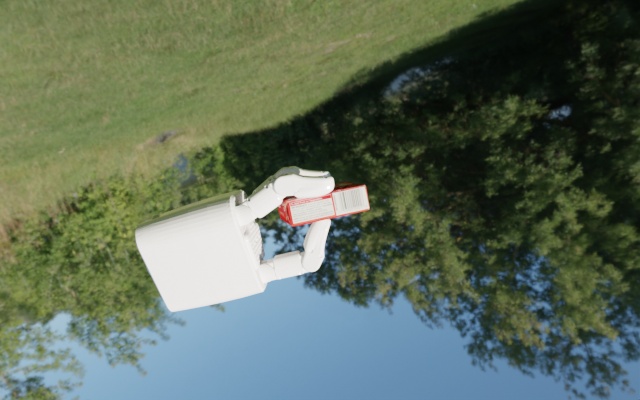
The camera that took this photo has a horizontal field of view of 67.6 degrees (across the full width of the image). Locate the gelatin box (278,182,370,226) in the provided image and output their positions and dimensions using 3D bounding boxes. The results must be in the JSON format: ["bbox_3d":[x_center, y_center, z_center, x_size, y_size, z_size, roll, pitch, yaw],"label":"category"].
[{"bbox_3d":[0.001,0.002,0.526,0.089,0.030,0.073,-12,7,-11],"label":"gelatin box"}]
